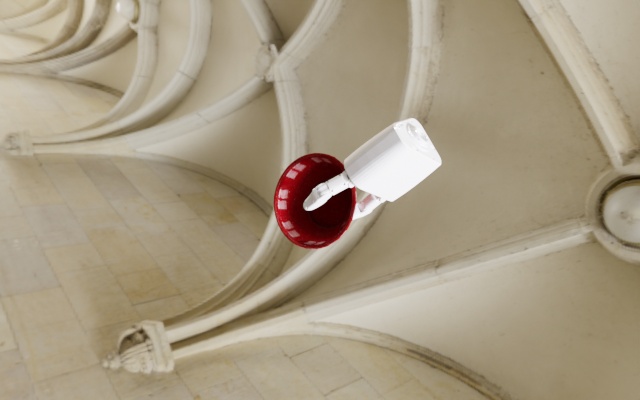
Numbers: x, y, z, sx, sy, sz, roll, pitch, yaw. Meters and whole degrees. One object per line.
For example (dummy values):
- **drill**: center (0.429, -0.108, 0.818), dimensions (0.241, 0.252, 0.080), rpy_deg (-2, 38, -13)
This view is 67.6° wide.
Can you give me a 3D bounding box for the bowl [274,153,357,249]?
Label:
- **bowl**: center (-0.001, 0.003, 0.817), dimensions (0.162, 0.162, 0.055), rpy_deg (0, -5, 30)
